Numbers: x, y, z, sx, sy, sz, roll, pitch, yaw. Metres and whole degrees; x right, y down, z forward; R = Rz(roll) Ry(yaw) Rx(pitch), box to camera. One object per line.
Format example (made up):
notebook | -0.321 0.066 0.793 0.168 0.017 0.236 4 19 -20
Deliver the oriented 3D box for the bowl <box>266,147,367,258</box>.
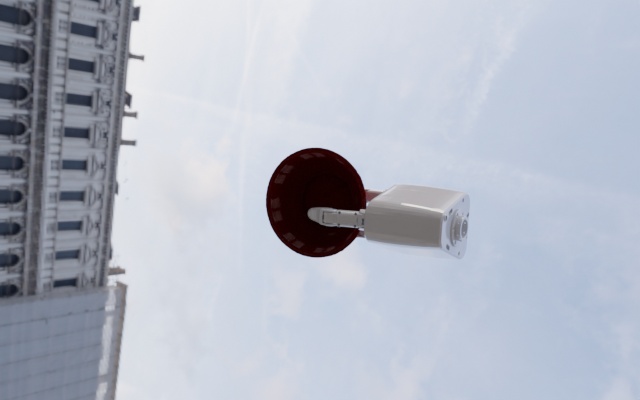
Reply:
bowl | -0.001 0.002 0.720 0.162 0.162 0.055 0 3 23
